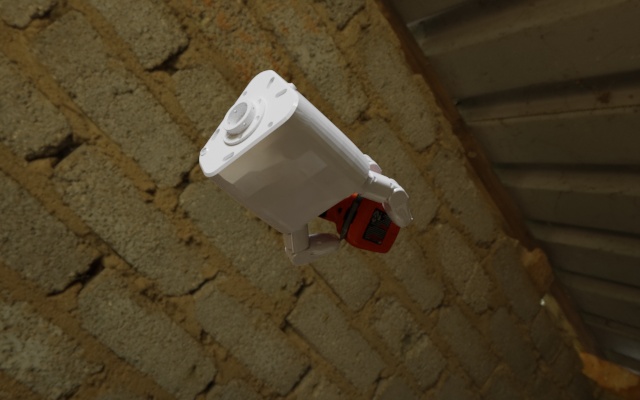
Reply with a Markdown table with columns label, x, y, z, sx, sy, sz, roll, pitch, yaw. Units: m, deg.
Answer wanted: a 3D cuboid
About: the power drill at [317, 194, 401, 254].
| label | x | y | z | sx | sy | sz | roll | pitch | yaw |
| --- | --- | --- | --- | --- | --- | --- | --- | --- | --- |
| power drill | 0.000 | 0.002 | 0.571 | 0.187 | 0.057 | 0.184 | 22 | 2 | 31 |
